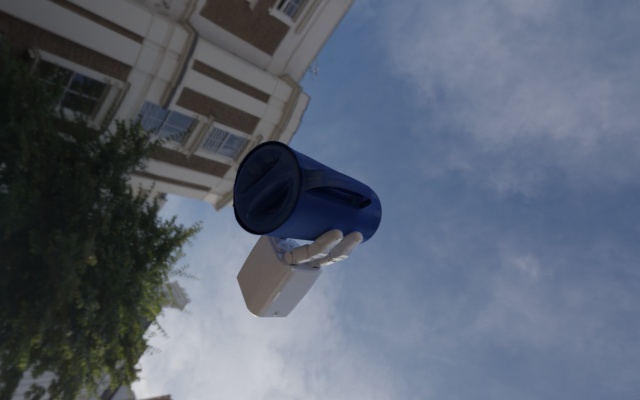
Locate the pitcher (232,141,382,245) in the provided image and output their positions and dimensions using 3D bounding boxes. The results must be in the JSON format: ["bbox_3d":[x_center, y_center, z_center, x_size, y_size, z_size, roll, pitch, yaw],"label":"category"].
[{"bbox_3d":[0.000,0.003,0.737,0.243,0.145,0.149,17,22,-50],"label":"pitcher"}]
